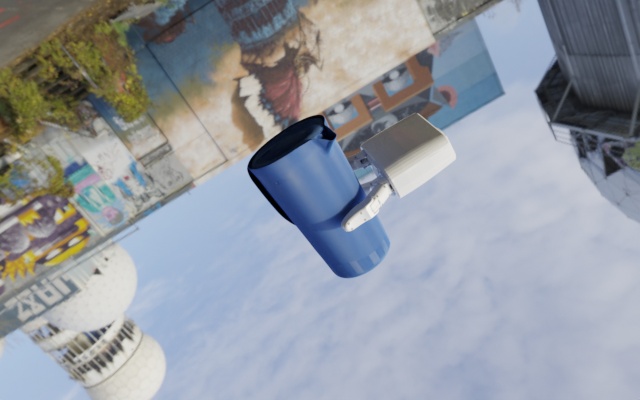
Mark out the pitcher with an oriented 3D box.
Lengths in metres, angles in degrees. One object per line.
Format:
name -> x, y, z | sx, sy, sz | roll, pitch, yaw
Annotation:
pitcher -> 0.000, 0.002, 0.742 | 0.145, 0.243, 0.149 | -34, 23, -1
